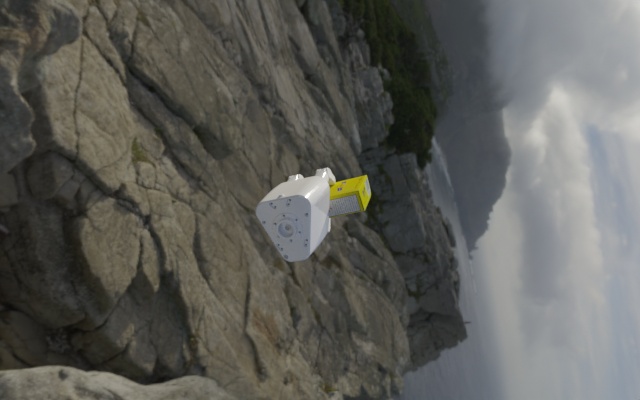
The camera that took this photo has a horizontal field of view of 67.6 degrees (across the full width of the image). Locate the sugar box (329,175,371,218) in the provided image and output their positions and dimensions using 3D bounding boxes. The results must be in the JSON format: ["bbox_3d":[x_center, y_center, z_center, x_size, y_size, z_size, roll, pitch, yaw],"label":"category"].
[{"bbox_3d":[0.000,0.002,0.879,0.176,0.048,0.093,-10,17,18],"label":"sugar box"}]
